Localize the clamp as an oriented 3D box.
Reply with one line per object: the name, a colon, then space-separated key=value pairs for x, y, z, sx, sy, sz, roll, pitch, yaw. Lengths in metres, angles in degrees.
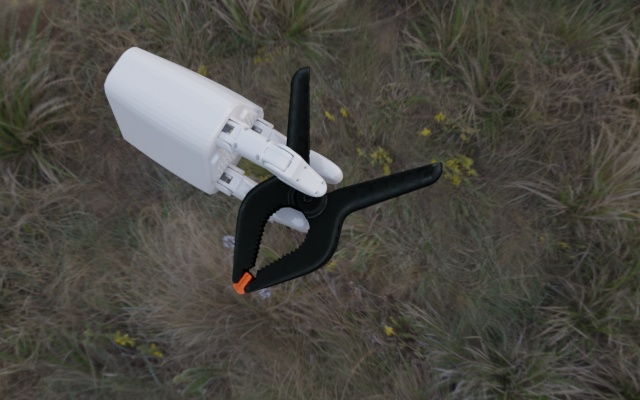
clamp: x=0.000 y=0.002 z=0.430 sx=0.164 sy=0.210 sz=0.036 roll=30 pitch=-8 yaw=5
